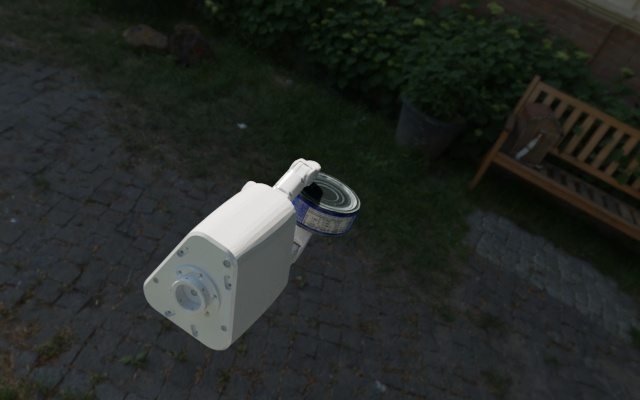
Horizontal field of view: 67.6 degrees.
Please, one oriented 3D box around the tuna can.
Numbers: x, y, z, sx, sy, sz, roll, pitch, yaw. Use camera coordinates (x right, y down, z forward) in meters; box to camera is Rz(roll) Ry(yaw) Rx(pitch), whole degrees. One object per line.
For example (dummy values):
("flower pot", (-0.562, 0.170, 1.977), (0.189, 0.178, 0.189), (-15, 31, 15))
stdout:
("tuna can", (0.000, 0.001, 0.532), (0.086, 0.034, 0.086), (20, 27, -11))
